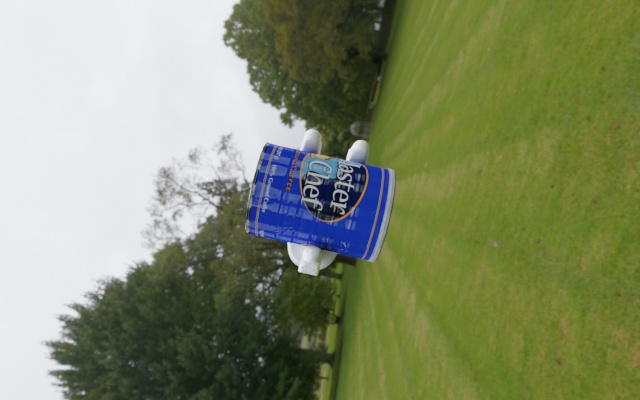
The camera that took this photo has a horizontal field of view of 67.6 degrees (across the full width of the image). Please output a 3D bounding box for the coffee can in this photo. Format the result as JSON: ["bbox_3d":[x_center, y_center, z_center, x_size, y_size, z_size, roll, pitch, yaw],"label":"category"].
[{"bbox_3d":[0.000,0.002,0.516,0.140,0.103,0.103,13,0,-1],"label":"coffee can"}]
